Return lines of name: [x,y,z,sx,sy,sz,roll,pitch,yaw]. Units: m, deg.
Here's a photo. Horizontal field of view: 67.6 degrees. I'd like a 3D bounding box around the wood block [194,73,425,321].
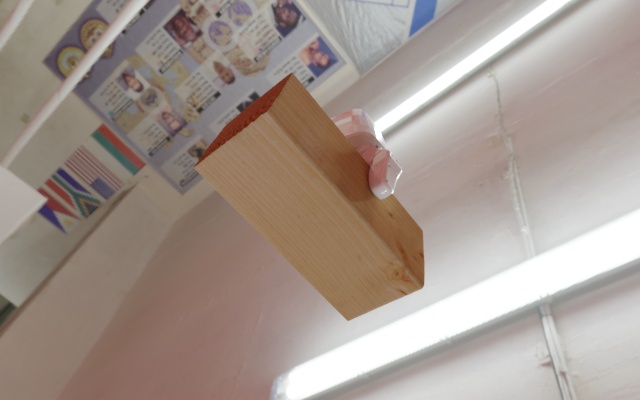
wood block: [0.000,0.001,0.440,0.091,0.206,0.090,-32,22,28]
